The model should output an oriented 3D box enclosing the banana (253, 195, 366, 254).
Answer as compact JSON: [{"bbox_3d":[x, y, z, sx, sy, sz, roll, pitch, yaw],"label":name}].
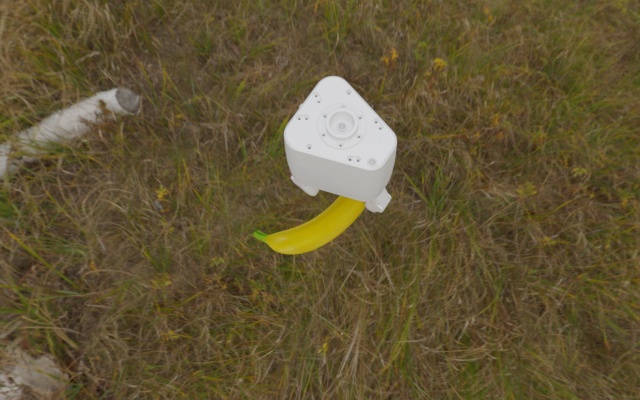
[{"bbox_3d":[0.007,0.019,0.650,0.198,0.069,0.037,-31,-14,-6],"label":"banana"}]
